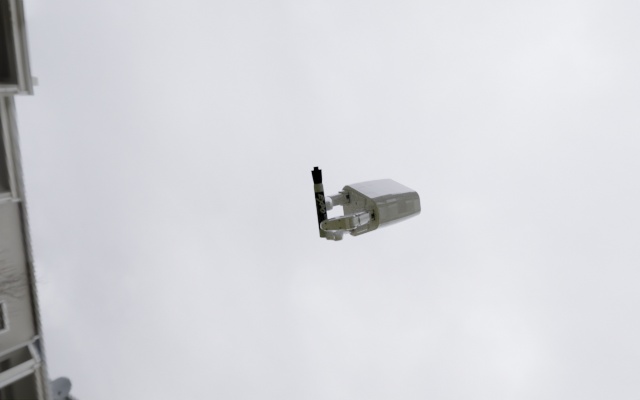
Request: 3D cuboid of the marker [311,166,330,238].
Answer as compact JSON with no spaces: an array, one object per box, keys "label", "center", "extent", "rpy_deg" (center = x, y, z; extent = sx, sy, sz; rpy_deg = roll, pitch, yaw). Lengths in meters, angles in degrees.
[{"label":"marker","center":[0.000,0.003,0.802],"extent":[0.020,0.121,0.020],"rpy_deg":[-7,10,1]}]
